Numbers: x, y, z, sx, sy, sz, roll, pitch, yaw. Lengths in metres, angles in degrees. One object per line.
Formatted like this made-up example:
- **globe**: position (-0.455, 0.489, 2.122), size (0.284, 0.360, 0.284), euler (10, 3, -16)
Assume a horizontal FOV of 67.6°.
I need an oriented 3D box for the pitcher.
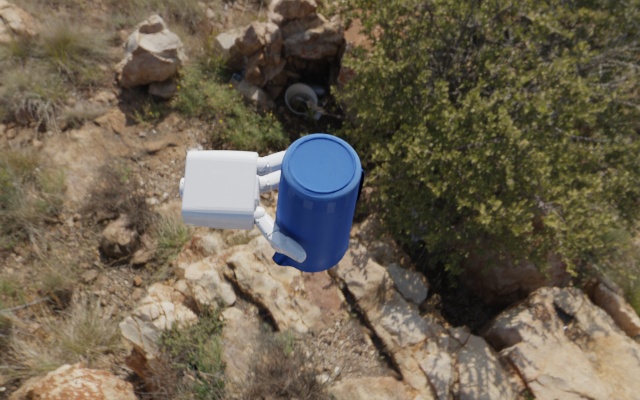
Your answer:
- **pitcher**: position (0.000, 0.002, 0.737), size (0.145, 0.149, 0.243), euler (6, -29, -3)
